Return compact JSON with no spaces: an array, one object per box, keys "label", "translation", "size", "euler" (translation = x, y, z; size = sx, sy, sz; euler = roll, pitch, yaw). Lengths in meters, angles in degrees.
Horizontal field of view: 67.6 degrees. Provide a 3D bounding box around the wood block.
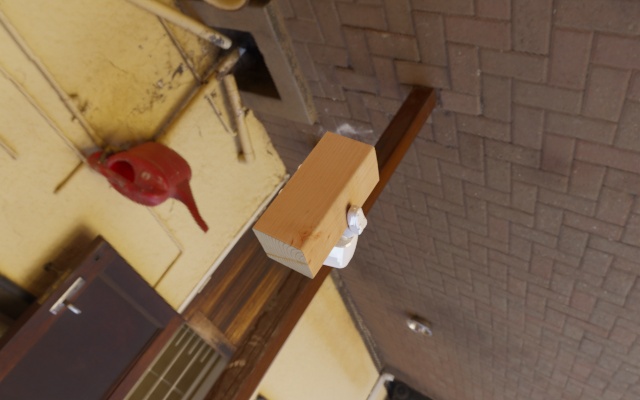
[{"label":"wood block","translation":[0.000,0.003,0.743],"size":[0.091,0.206,0.090],"euler":[22,-28,26]}]
